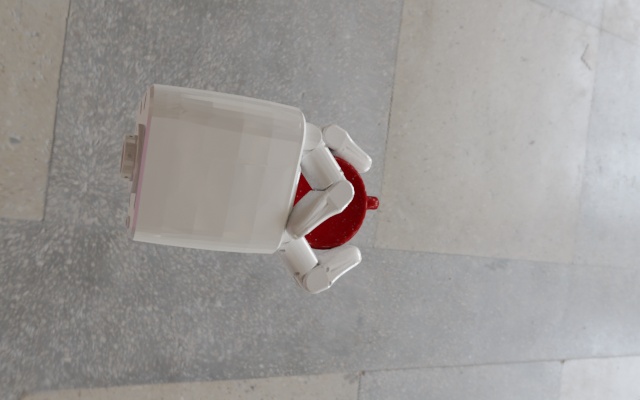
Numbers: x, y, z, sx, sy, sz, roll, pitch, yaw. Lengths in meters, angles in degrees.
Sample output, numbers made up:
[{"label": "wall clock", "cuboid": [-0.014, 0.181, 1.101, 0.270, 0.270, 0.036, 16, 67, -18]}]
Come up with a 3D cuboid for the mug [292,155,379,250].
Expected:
[{"label": "mug", "cuboid": [0.001, 0.002, 0.441, 0.117, 0.093, 0.081, 5, 0, -26]}]
